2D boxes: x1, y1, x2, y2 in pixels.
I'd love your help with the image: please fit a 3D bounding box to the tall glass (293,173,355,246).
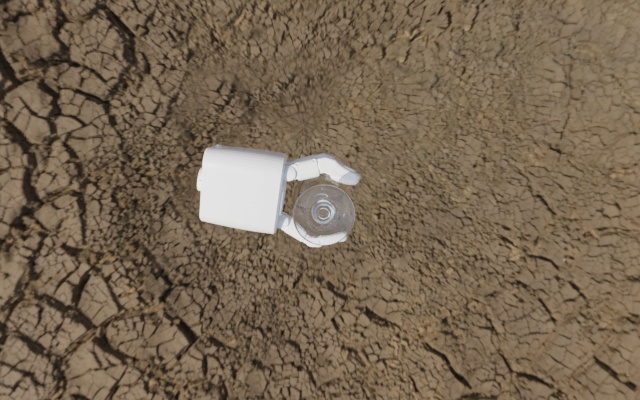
[{"bbox_3d":[0.000,0.002,0.664,0.079,0.079,0.201,0,9,-2],"label":"tall glass"}]
